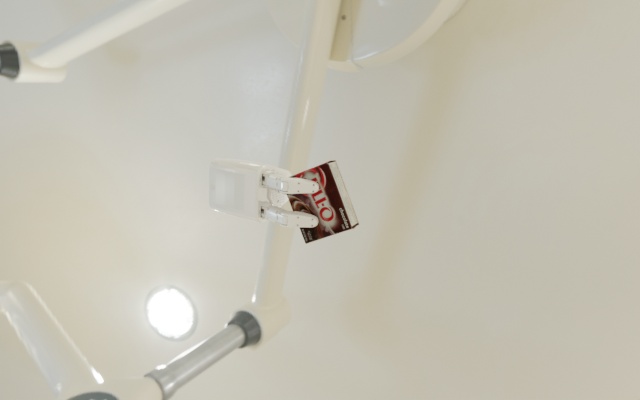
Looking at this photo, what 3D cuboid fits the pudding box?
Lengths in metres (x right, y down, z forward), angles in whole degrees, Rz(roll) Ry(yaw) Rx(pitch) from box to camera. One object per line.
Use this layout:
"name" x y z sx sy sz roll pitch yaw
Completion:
"pudding box" 0.000 0.002 0.764 0.090 0.113 0.039 -20 3 30
